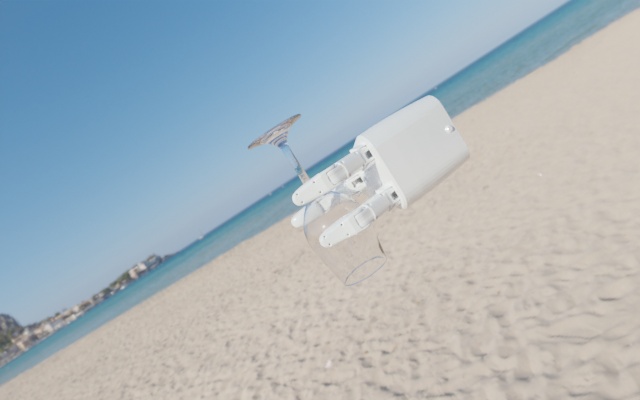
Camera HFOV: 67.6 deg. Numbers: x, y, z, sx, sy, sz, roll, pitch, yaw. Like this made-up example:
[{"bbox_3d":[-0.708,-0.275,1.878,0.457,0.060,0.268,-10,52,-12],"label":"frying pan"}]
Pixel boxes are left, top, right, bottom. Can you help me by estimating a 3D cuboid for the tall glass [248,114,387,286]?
[{"bbox_3d":[0.000,0.001,0.566,0.079,0.201,0.079,-32,4,3],"label":"tall glass"}]
